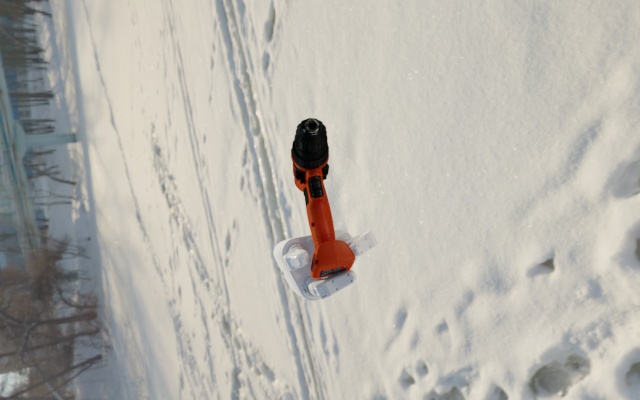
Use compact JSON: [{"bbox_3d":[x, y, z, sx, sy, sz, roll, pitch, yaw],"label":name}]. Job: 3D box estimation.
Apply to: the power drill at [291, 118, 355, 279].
[{"bbox_3d":[0.000,0.003,0.647,0.057,0.187,0.184,-10,-19,-4],"label":"power drill"}]
